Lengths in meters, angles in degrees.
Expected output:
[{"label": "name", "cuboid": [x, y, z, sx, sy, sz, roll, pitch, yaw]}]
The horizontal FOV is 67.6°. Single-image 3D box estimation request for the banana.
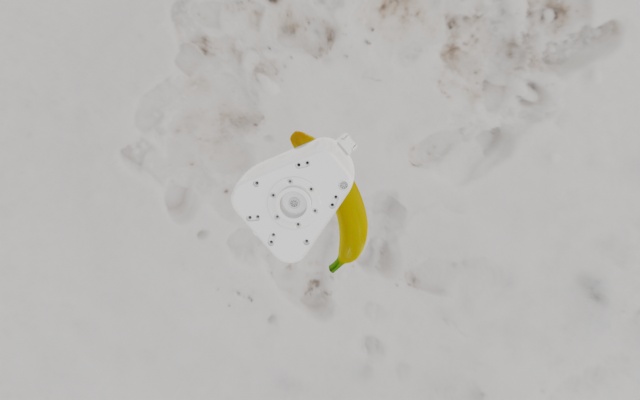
[{"label": "banana", "cuboid": [0.019, 0.001, 0.612, 0.069, 0.198, 0.037, -14, 13, 8]}]
